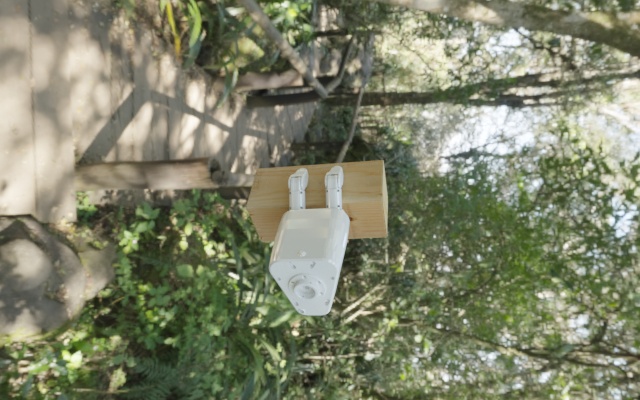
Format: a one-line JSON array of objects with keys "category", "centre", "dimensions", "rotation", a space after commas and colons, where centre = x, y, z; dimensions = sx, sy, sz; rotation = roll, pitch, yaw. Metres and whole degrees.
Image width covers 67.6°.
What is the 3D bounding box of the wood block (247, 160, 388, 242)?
[{"category": "wood block", "centre": [0.000, 0.003, 0.762], "dimensions": [0.206, 0.090, 0.091], "rotation": [-3, -44, 12]}]
